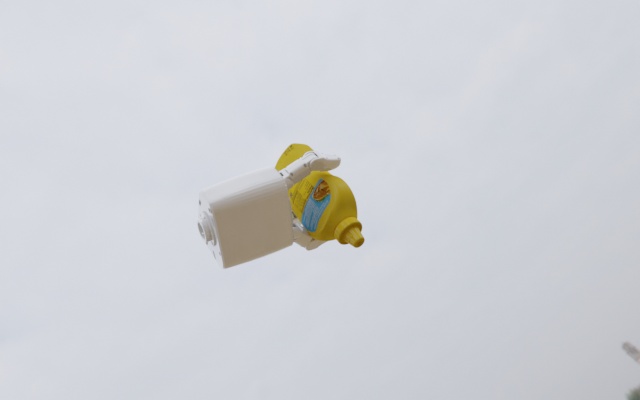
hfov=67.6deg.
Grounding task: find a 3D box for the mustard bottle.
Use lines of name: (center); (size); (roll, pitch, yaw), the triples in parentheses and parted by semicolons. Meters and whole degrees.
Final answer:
mustard bottle: (0.000, 0.002, 0.698); (0.058, 0.096, 0.191); (1, 34, -42)
